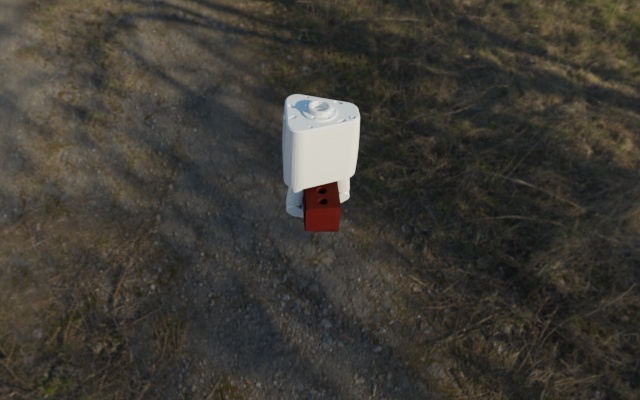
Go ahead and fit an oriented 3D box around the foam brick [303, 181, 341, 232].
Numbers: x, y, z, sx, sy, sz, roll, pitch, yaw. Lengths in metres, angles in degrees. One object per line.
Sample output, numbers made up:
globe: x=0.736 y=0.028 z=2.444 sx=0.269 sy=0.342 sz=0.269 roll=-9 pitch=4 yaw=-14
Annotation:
foam brick: x=0.000 y=0.003 z=0.728 sx=0.053 sy=0.078 sz=0.051 roll=-1 pitch=-44 yaw=-6
